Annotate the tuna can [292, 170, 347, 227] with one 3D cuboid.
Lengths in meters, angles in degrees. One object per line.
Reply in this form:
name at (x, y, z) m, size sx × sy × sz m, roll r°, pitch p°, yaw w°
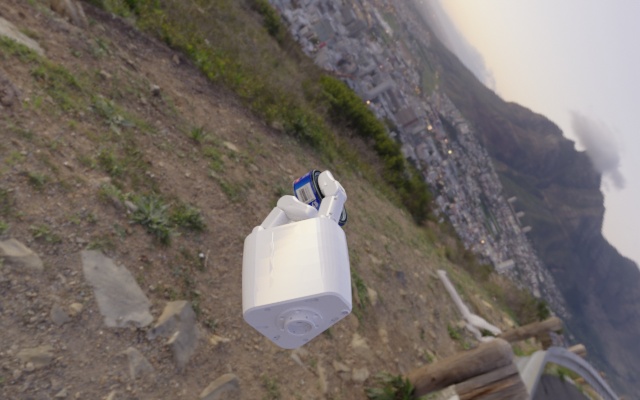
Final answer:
tuna can at (0.001, 0.002, 0.639) m, size 0.034 × 0.086 × 0.086 m, roll -30°, pitch -10°, yaw 18°
